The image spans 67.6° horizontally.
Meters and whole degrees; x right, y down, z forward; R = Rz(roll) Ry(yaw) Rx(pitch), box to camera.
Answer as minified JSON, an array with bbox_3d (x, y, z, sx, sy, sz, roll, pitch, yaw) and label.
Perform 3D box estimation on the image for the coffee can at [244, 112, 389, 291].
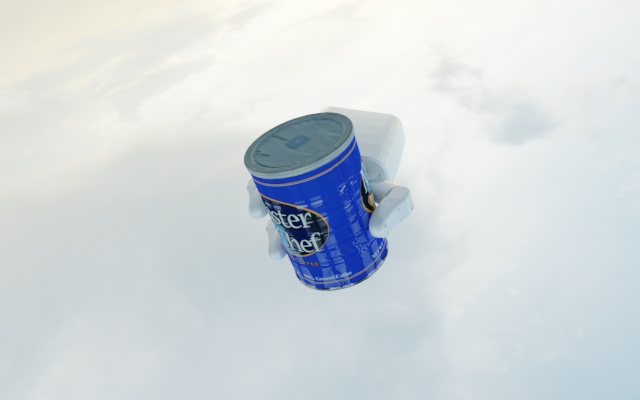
[{"bbox_3d":[0.000,0.001,0.460,0.103,0.140,0.102,-15,33,10],"label":"coffee can"}]
